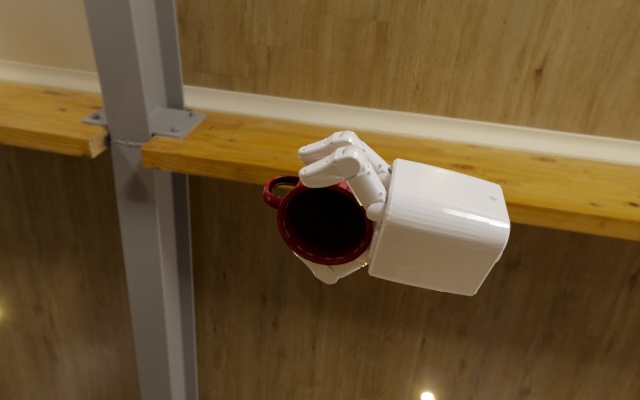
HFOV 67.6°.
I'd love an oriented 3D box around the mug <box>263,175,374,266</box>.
[{"bbox_3d":[-0.001,0.001,0.484,0.117,0.093,0.081,14,33,5],"label":"mug"}]
